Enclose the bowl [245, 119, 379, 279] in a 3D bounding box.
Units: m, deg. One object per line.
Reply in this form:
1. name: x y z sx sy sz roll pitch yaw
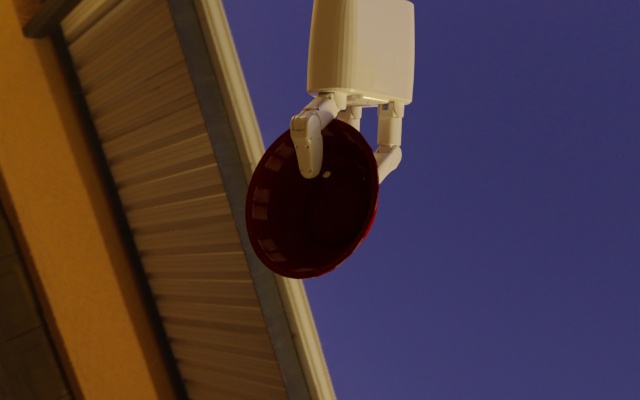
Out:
1. bowl: 0.000 0.003 0.484 0.162 0.162 0.055 0 -14 36
